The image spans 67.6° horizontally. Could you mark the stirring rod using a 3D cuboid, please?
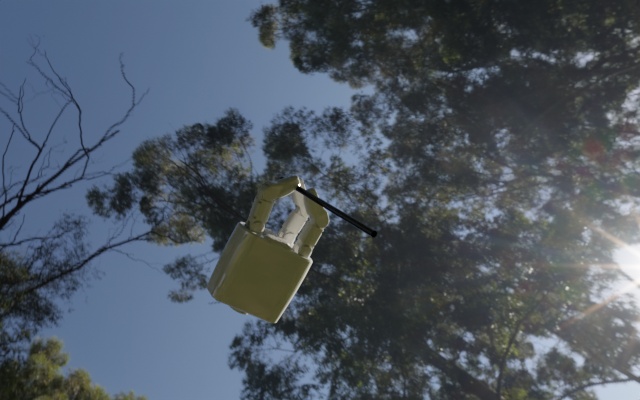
[{"bbox_3d":[0.000,0.002,0.614,0.011,0.011,0.239,0,17,-30],"label":"stirring rod"}]
